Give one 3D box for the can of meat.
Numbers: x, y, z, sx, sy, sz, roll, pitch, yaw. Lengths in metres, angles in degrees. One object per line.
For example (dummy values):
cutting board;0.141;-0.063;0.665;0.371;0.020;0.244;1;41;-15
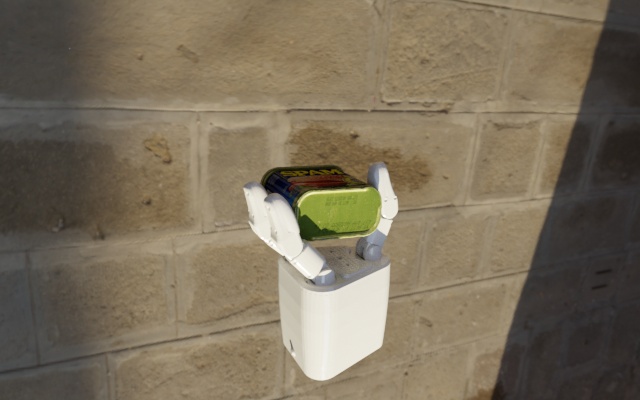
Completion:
can of meat;0.000;0.002;0.486;0.102;0.057;0.084;-4;18;-27
